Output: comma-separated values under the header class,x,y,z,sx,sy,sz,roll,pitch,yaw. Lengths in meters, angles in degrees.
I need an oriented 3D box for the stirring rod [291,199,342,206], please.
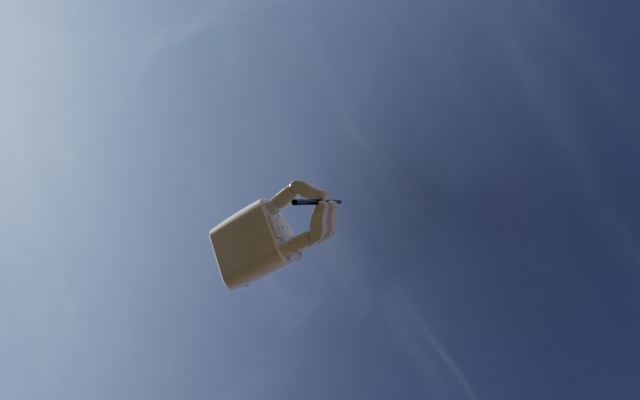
class,x,y,z,sx,sy,sz,roll,pitch,yaw
stirring rod,0.000,0.002,0.711,0.011,0.011,0.239,0,0,16
